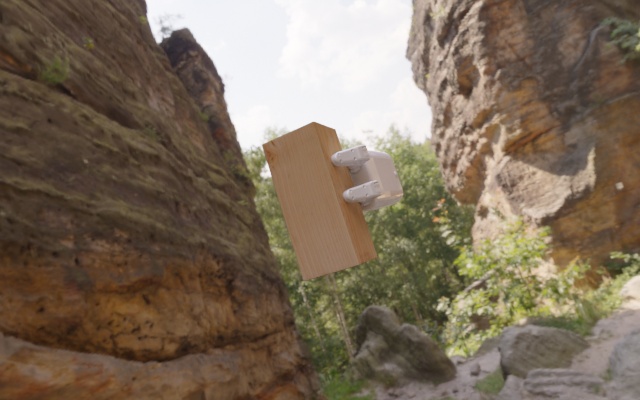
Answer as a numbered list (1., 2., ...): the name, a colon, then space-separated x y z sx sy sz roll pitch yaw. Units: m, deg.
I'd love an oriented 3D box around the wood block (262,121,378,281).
1. wood block: 0.000 0.002 0.701 0.091 0.206 0.090 -21 -8 22
